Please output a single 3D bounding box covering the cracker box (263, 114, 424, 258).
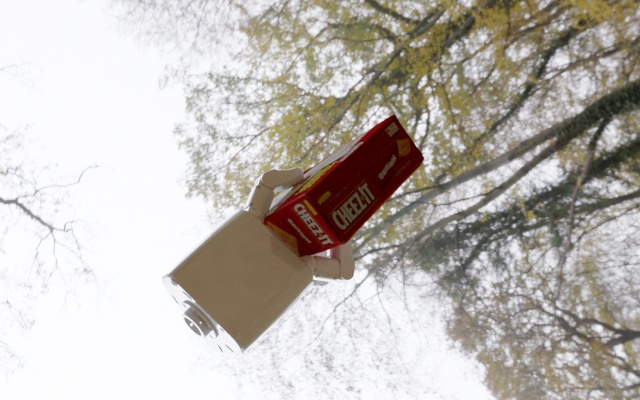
[{"bbox_3d":[0.000,0.002,0.578,0.164,0.072,0.214,-44,10,-34],"label":"cracker box"}]
